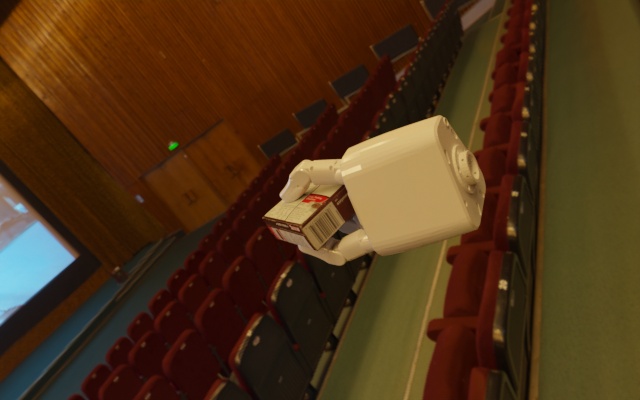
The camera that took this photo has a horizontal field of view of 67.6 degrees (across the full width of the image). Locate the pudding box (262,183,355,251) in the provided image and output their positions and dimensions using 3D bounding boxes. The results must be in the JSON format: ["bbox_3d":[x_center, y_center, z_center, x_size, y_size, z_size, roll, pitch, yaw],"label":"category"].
[{"bbox_3d":[0.000,0.002,0.550,0.113,0.039,0.090,-42,25,-23],"label":"pudding box"}]
